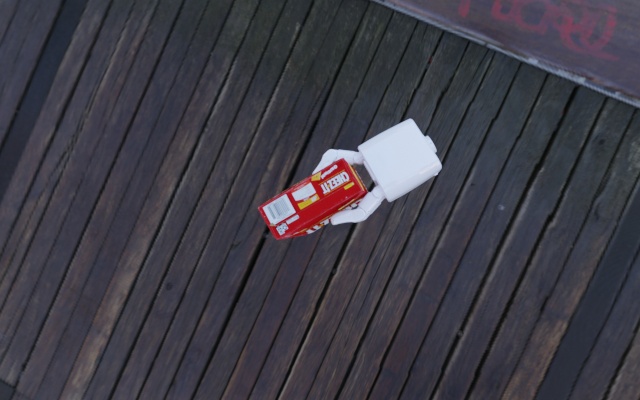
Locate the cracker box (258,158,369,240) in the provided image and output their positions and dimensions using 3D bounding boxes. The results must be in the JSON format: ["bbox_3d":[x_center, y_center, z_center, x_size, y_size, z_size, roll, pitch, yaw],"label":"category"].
[{"bbox_3d":[0.000,0.003,0.860,0.164,0.072,0.214,-30,-7,7],"label":"cracker box"}]
